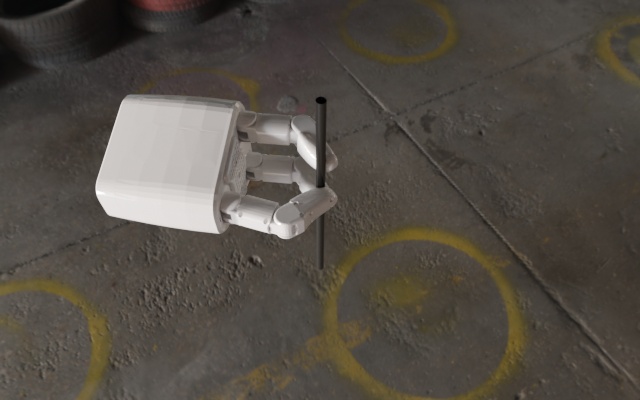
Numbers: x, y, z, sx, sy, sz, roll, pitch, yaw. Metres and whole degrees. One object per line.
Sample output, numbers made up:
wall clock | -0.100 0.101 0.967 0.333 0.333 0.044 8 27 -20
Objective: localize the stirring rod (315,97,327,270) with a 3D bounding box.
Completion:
stirring rod | 0.000 0.002 0.432 0.011 0.011 0.240 0 -37 0
